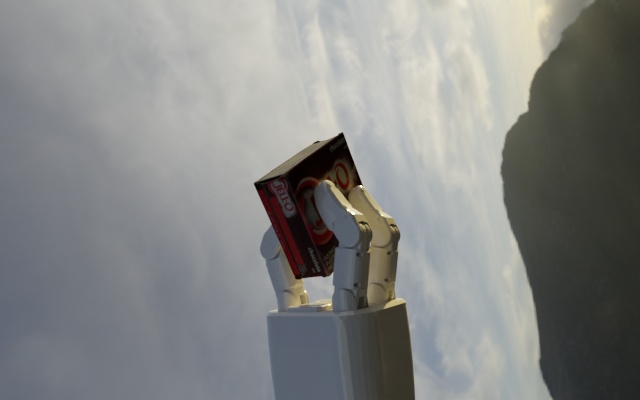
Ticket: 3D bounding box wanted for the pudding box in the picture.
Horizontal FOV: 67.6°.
[{"bbox_3d":[0.000,0.001,0.413,0.039,0.090,0.113,-12,18,29],"label":"pudding box"}]
